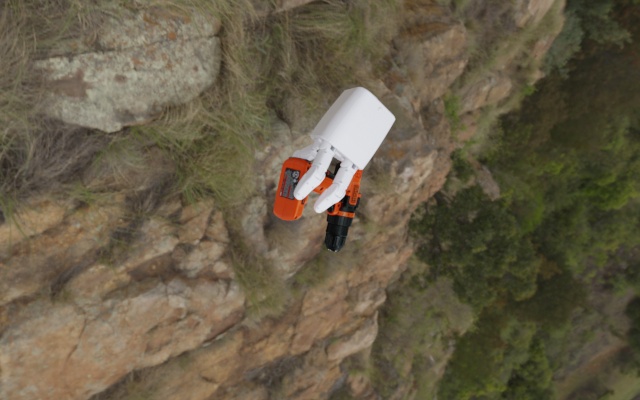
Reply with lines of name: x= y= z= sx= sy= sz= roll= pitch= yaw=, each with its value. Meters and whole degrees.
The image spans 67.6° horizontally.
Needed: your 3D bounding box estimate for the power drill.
power drill: x=0.000 y=0.003 z=0.863 sx=0.057 sy=0.184 sz=0.187 roll=13 pitch=3 yaw=37
